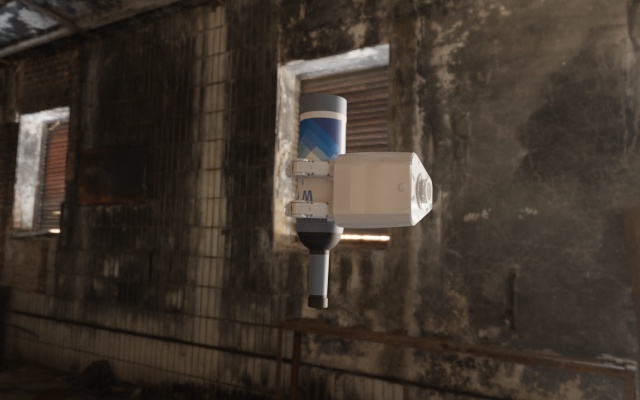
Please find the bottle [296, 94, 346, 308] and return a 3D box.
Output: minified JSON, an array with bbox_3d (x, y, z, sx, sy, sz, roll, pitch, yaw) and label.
[{"bbox_3d":[0.000,0.002,0.679,0.069,0.295,0.069,2,-5,0],"label":"bottle"}]
